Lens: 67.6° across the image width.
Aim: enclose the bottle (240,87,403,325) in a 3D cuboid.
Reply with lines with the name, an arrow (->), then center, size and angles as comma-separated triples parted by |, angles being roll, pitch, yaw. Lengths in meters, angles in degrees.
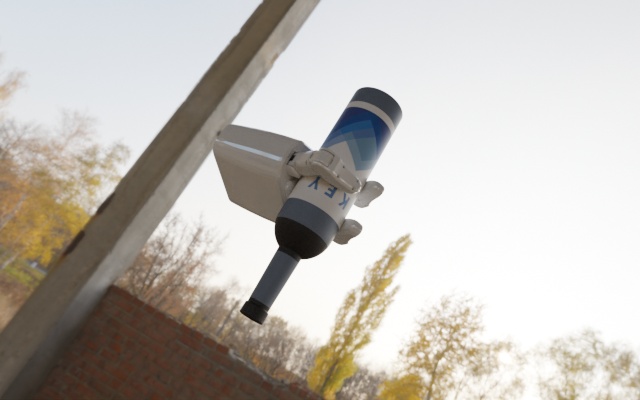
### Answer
bottle -> 0.000, 0.002, 0.536 | 0.069, 0.295, 0.069 | 27, -21, 11
